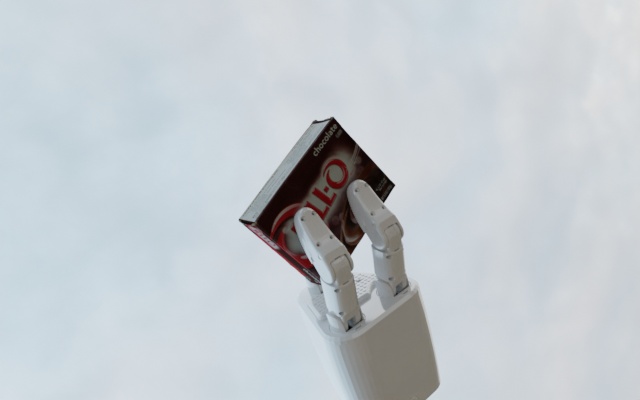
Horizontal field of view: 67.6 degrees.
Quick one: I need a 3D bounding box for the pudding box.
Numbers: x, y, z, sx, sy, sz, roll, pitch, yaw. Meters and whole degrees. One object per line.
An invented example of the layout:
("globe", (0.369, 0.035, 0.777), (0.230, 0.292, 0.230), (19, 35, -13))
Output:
("pudding box", (0.000, 0.001, 0.402), (0.090, 0.113, 0.039), (44, -21, -28))
